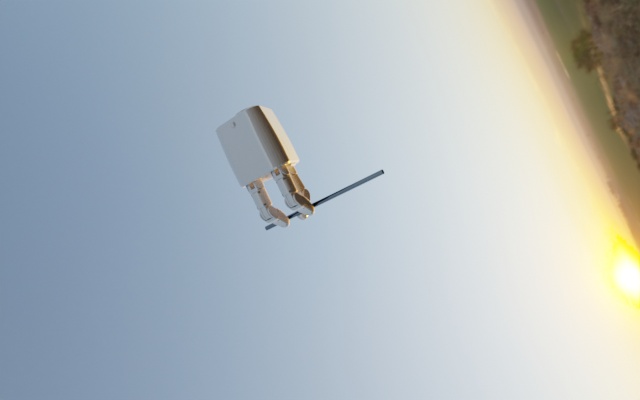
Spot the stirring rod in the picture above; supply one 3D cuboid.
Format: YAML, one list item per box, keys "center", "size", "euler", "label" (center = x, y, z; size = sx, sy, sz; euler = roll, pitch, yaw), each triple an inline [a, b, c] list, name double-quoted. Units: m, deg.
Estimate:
- center: [0.000, 0.002, 0.785]
  size: [0.239, 0.011, 0.011]
  euler: [-26, -13, 28]
  label: "stirring rod"
